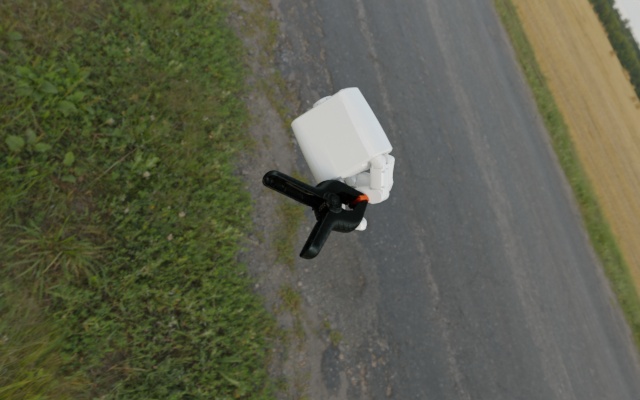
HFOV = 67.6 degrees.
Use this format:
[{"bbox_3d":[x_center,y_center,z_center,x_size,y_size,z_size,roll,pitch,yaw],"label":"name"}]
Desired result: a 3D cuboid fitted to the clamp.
[{"bbox_3d":[0.001,0.002,0.628,0.039,0.120,0.171,-32,-7,34],"label":"clamp"}]
